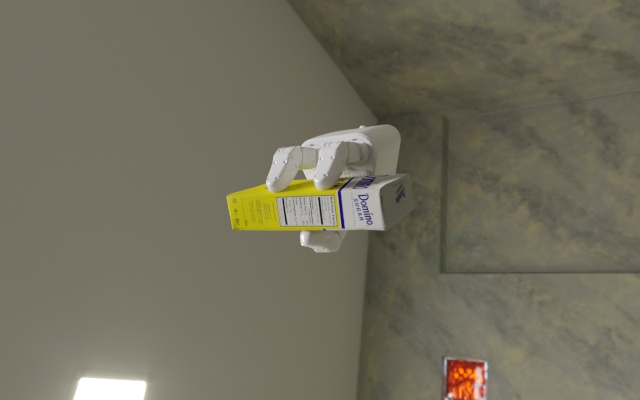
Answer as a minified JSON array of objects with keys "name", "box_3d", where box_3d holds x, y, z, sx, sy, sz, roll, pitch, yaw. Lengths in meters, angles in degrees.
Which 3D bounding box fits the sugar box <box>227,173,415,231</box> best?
[{"name":"sugar box","box_3d":[0.000,0.001,0.502,0.176,0.048,0.093,-5,10,28]}]
